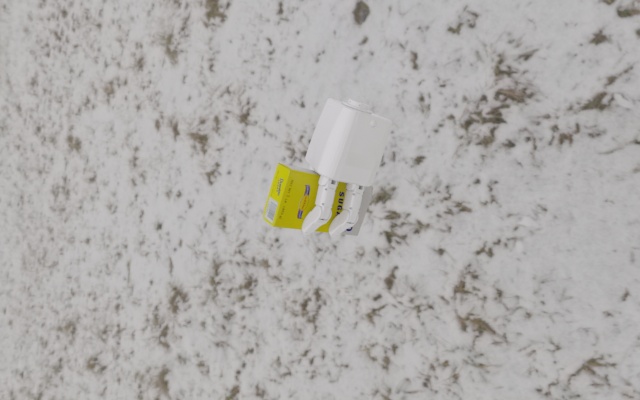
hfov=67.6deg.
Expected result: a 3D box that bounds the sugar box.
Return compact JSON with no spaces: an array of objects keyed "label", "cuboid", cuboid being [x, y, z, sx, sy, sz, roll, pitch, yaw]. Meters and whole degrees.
[{"label":"sugar box","cuboid":[0.000,0.003,0.767,0.176,0.093,0.048,9,15,-36]}]
